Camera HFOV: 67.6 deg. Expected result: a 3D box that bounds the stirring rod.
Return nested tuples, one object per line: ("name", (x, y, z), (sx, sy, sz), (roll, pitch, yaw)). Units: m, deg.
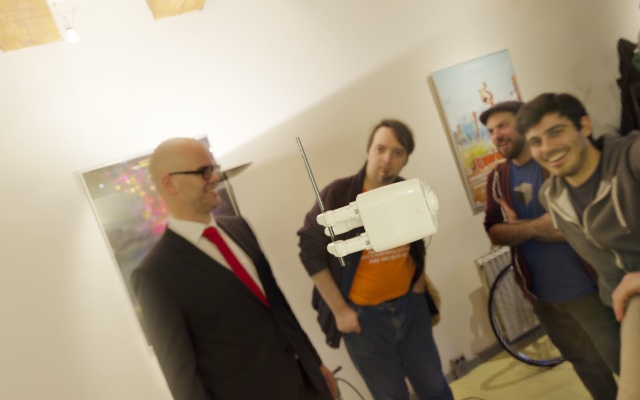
("stirring rod", (0.000, 0.003, 0.841), (0.011, 0.239, 0.011), (-20, 4, 1))
